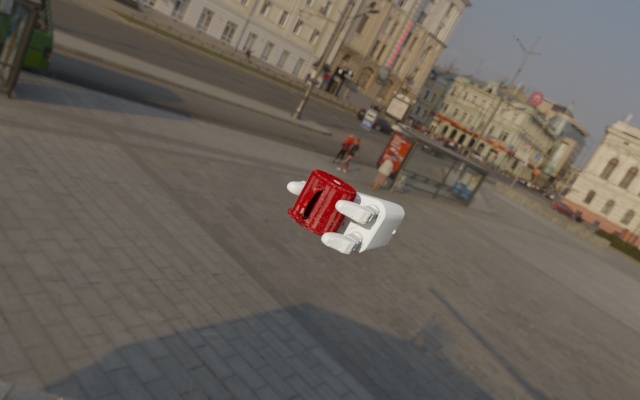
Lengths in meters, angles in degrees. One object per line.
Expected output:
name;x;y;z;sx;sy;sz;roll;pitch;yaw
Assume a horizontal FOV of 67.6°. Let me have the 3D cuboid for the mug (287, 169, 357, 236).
mug;-0.001;0.002;0.757;0.093;0.081;0.117;34;13;25
